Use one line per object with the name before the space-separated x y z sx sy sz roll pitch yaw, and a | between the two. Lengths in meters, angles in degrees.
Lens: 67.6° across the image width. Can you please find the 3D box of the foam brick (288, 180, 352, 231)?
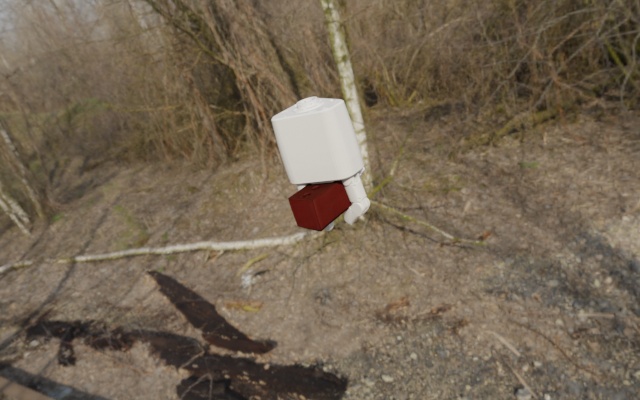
foam brick | 0.000 0.003 0.718 0.053 0.051 0.078 7 34 43
